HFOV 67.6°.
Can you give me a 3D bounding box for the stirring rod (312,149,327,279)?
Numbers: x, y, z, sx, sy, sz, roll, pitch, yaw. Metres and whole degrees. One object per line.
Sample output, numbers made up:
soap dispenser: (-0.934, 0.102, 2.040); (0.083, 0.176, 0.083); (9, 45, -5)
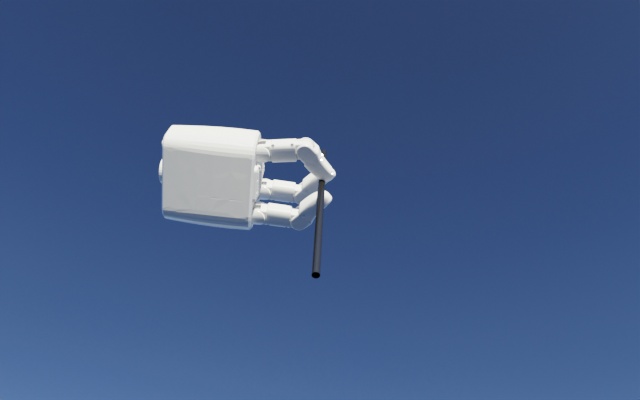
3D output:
stirring rod: (0.000, 0.002, 0.533); (0.011, 0.011, 0.239); (0, 33, 2)
